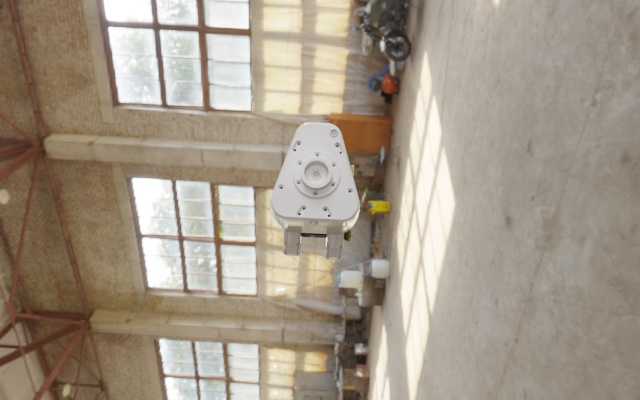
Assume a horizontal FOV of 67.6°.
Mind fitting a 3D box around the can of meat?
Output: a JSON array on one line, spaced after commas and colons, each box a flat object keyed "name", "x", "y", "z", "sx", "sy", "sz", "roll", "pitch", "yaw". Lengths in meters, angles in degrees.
[{"name": "can of meat", "x": 0.000, "y": 0.002, "z": 0.642, "sx": 0.084, "sy": 0.102, "sz": 0.057, "roll": 3, "pitch": -6, "yaw": 0}]
